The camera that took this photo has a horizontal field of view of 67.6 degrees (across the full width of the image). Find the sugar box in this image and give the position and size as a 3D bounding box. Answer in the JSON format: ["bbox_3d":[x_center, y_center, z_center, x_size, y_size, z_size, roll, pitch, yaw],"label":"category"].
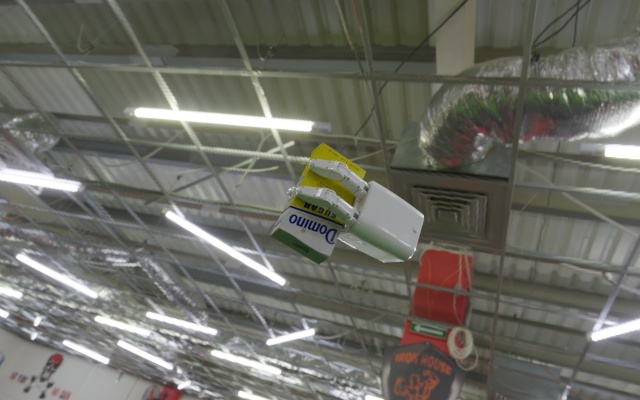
[{"bbox_3d":[0.001,0.002,0.763,0.093,0.176,0.048,31,-33,-12],"label":"sugar box"}]
